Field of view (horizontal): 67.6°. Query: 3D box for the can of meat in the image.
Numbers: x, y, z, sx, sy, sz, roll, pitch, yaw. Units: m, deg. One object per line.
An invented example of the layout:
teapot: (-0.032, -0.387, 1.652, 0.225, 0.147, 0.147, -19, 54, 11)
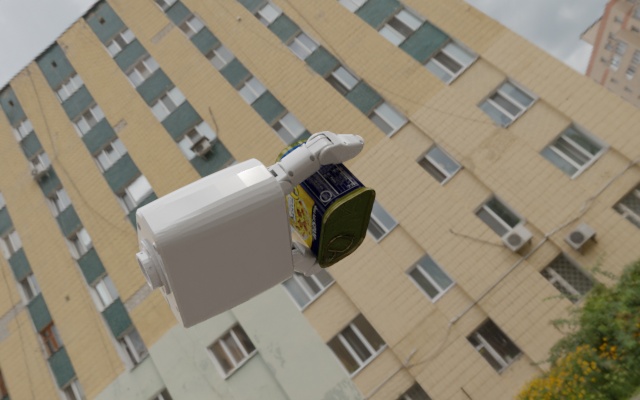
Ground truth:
can of meat: (0.000, 0.001, 0.460, 0.057, 0.084, 0.102, -28, -31, -24)
